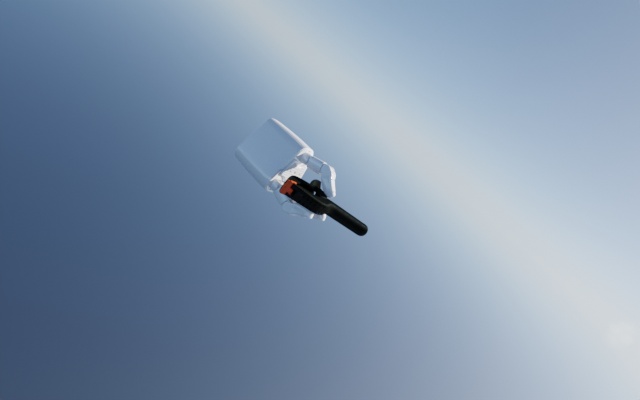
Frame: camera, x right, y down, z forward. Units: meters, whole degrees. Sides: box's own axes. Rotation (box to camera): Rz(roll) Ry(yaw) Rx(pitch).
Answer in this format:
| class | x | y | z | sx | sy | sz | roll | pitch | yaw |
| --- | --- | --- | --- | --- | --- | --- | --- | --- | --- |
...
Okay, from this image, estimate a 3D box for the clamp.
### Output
| class | x | y | z | sx | sy | sz | roll | pitch | yaw |
| --- | --- | --- | --- | --- | --- | --- | --- | --- | --- |
| clamp | 0.000 | 0.002 | 0.875 | 0.164 | 0.036 | 0.210 | 42 | 11 | 23 |
